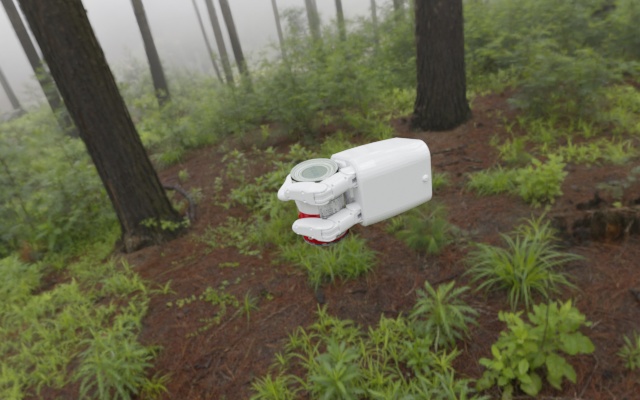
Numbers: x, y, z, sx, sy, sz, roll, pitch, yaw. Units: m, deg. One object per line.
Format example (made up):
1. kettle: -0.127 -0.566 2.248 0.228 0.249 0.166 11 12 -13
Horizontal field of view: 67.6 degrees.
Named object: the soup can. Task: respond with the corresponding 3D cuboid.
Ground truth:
1. soup can: 0.000 0.002 0.655 0.068 0.102 0.068 -8 31 5
